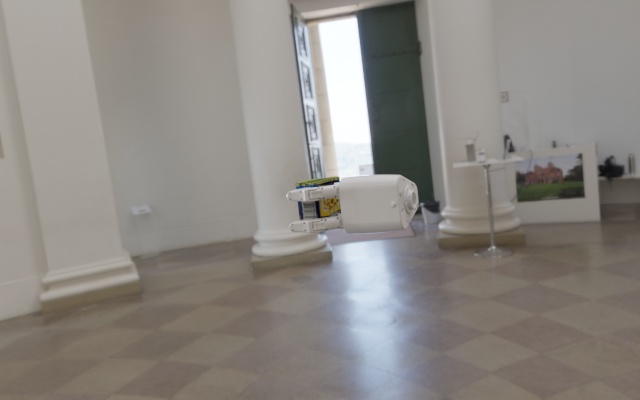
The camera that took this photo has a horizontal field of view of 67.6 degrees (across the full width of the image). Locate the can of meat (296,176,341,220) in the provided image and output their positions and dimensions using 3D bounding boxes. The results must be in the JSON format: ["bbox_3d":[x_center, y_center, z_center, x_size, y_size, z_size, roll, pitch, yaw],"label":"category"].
[{"bbox_3d":[0.000,0.003,0.876,0.057,0.084,0.102,-2,8,32],"label":"can of meat"}]
